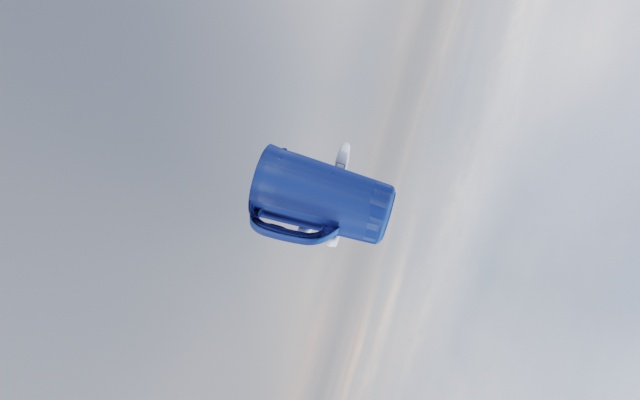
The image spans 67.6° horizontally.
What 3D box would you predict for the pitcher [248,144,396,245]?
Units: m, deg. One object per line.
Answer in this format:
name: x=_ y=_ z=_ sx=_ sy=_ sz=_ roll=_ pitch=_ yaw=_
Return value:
pitcher: x=0.000 y=0.003 z=0.838 sx=0.243 sy=0.149 sz=0.145 roll=16 pitch=6 yaw=6
